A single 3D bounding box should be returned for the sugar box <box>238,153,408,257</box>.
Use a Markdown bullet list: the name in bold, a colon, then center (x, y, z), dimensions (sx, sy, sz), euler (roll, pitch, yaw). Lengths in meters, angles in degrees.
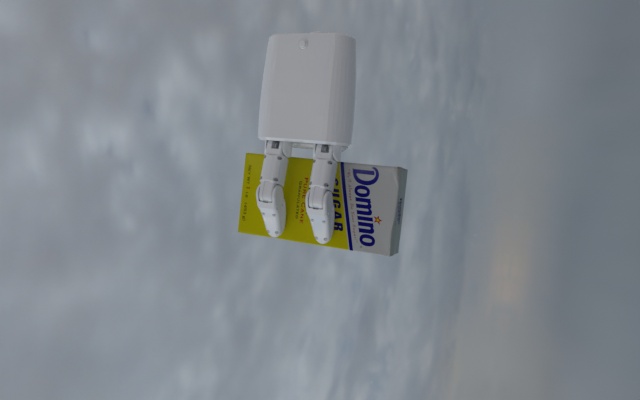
- **sugar box**: center (0.000, 0.002, 0.518), dimensions (0.176, 0.093, 0.048), euler (6, 3, 22)
